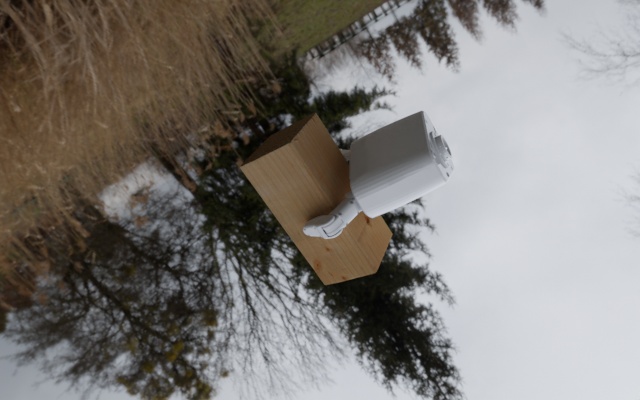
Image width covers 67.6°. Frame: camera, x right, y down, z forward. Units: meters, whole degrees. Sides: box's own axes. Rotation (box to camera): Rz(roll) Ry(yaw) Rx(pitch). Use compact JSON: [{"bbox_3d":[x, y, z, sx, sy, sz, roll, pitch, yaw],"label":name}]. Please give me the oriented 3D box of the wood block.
[{"bbox_3d":[0.000,0.002,0.642,0.090,0.206,0.090,-20,23,35],"label":"wood block"}]
